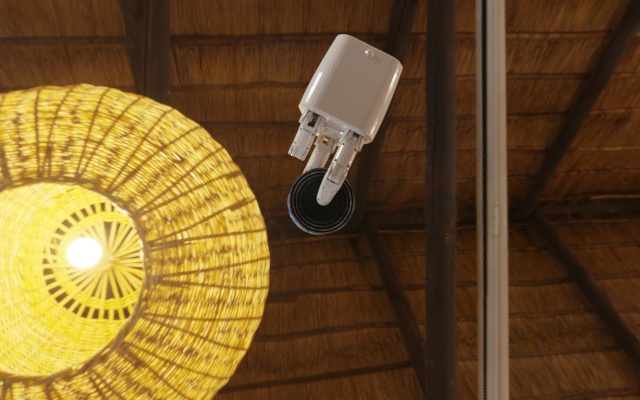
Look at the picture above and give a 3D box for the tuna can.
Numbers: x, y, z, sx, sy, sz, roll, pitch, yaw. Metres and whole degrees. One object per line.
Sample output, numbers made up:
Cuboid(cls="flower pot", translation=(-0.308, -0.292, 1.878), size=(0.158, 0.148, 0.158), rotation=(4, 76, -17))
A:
Cuboid(cls="tuna can", translation=(0.000, 0.002, 0.623), size=(0.086, 0.086, 0.034), rotation=(0, -7, -9))
